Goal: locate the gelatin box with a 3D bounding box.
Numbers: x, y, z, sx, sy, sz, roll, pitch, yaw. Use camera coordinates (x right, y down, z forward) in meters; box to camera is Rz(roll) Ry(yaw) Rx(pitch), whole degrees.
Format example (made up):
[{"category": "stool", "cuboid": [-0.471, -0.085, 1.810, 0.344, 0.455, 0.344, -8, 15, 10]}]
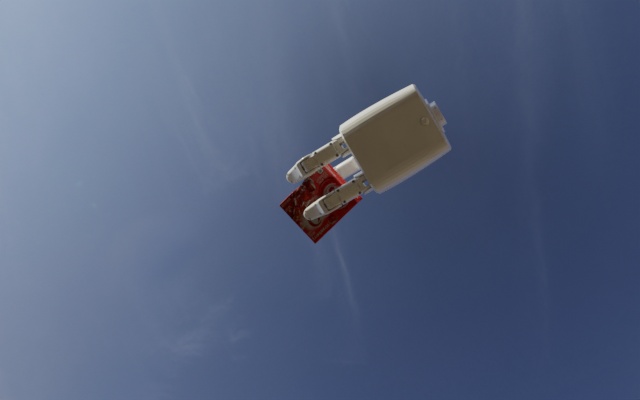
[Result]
[{"category": "gelatin box", "cuboid": [0.000, 0.002, 0.647, 0.089, 0.073, 0.030, -44, -3, 22]}]
